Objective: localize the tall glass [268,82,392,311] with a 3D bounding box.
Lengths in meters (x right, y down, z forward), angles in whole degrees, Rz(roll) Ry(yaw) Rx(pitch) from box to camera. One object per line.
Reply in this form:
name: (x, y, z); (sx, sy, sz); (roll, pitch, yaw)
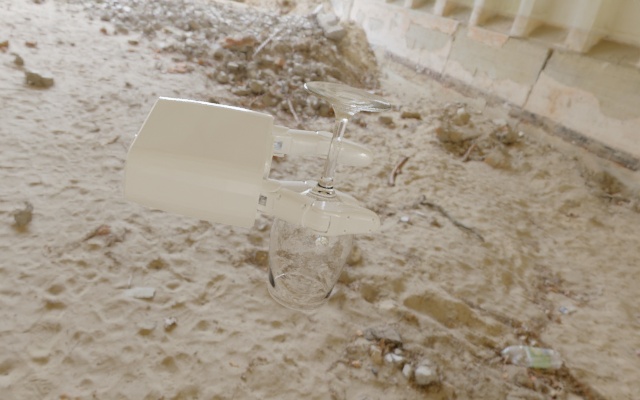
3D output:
tall glass: (0.000, 0.001, 0.432); (0.079, 0.201, 0.079); (12, 24, -5)
